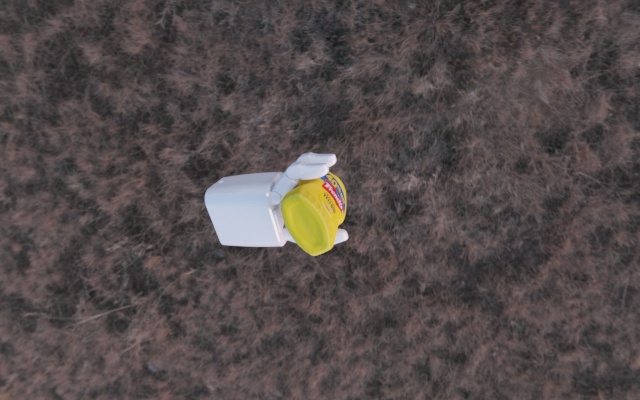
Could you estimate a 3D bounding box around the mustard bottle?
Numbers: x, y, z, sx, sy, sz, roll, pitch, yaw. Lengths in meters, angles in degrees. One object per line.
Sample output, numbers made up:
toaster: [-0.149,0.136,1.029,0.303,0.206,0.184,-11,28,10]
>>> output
mustard bottle: [0.000,0.002,0.733,0.058,0.096,0.191,-27,12,21]
